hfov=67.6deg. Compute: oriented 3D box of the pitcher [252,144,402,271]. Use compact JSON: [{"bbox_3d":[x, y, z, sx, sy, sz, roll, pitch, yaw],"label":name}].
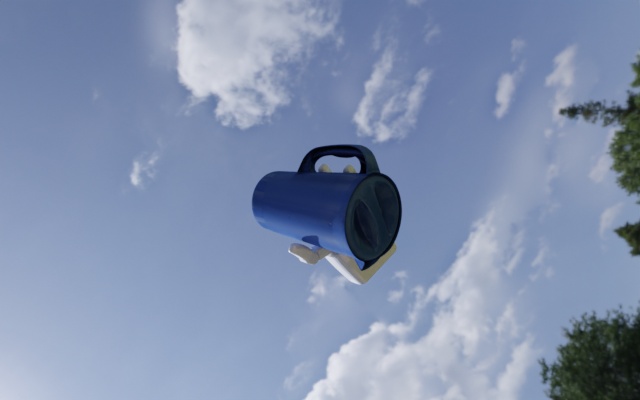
[{"bbox_3d":[0.000,0.003,0.775,0.243,0.149,0.145,9,-31,44],"label":"pitcher"}]
